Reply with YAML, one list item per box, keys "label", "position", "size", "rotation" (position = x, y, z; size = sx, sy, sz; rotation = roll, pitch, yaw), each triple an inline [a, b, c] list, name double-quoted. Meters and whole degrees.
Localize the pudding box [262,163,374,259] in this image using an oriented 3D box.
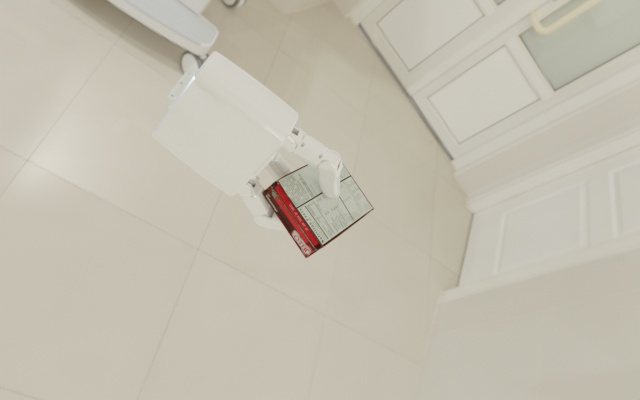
- label: "pudding box"
  position: [0.000, 0.002, 0.555]
  size: [0.113, 0.090, 0.039]
  rotation: [-31, -3, -44]
